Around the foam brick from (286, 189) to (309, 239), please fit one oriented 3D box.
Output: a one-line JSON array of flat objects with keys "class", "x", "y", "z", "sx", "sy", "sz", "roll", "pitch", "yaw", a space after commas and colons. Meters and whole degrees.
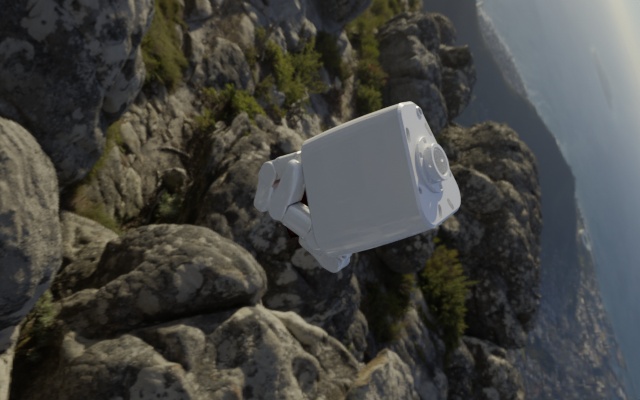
[{"class": "foam brick", "x": 0.000, "y": 0.002, "z": 0.507, "sx": 0.051, "sy": 0.053, "sz": 0.078, "roll": -19, "pitch": 2, "yaw": 36}]
